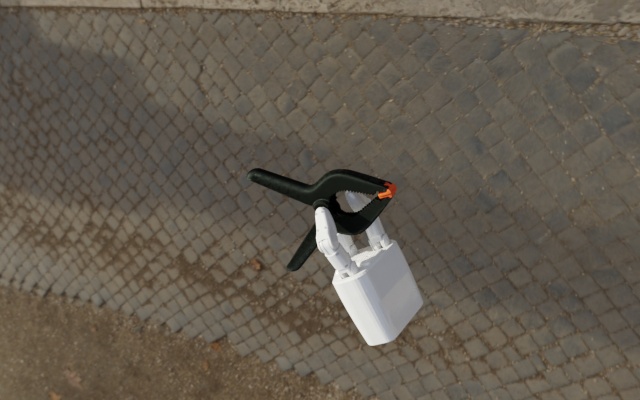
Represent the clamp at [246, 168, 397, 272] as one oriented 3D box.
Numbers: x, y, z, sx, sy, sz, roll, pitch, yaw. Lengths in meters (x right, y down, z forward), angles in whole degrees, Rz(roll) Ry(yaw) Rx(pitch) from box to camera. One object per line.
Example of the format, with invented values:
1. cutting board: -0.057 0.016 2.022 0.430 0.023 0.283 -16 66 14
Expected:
1. clamp: 0.000 0.002 0.659 0.210 0.164 0.036 -23 12 29
